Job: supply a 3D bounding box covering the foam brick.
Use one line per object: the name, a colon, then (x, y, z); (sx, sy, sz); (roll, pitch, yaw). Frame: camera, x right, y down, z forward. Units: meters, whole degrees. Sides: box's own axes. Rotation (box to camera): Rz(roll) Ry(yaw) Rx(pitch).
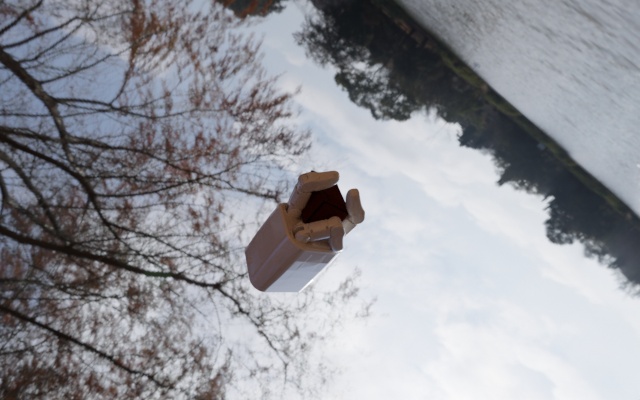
foam brick: (0.000, 0.002, 0.721); (0.053, 0.051, 0.078); (24, 29, -33)
